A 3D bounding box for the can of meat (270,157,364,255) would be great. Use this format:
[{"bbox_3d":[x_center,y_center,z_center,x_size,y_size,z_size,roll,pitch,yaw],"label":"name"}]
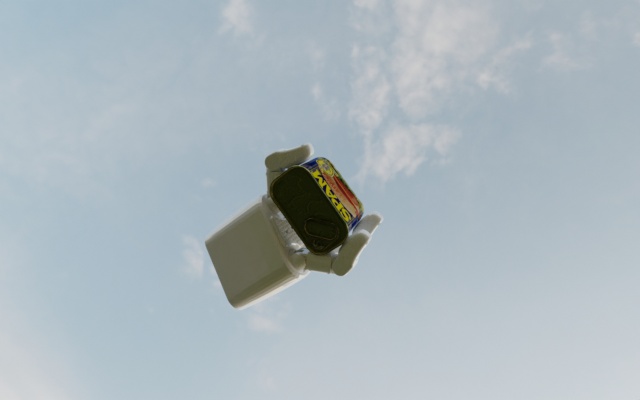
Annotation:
[{"bbox_3d":[0.000,0.002,0.560,0.057,0.102,0.084,-35,1,24],"label":"can of meat"}]
